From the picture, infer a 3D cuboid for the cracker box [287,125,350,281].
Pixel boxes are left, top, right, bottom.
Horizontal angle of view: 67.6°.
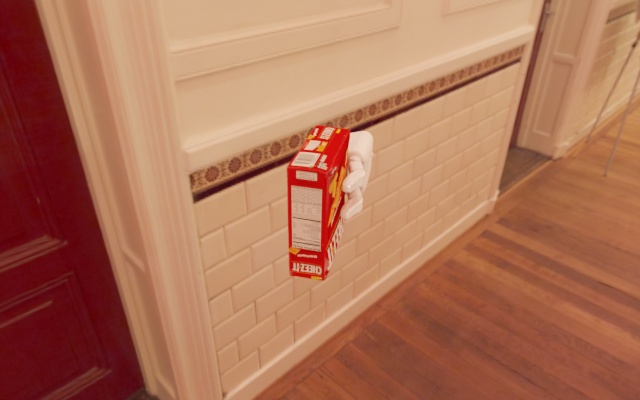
[{"bbox_3d":[0.000,0.002,0.817,0.072,0.214,0.164,8,33,12],"label":"cracker box"}]
